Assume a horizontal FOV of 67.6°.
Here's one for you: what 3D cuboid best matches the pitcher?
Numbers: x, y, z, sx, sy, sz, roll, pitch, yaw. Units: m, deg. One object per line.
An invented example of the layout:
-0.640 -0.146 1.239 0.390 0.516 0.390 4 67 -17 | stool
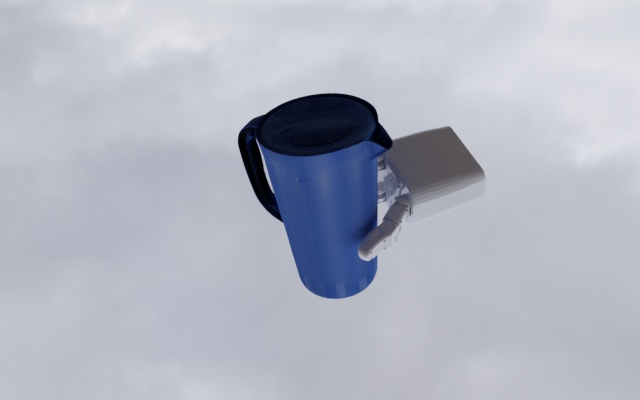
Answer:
0.000 0.002 0.585 0.145 0.243 0.149 -19 39 -13 | pitcher
